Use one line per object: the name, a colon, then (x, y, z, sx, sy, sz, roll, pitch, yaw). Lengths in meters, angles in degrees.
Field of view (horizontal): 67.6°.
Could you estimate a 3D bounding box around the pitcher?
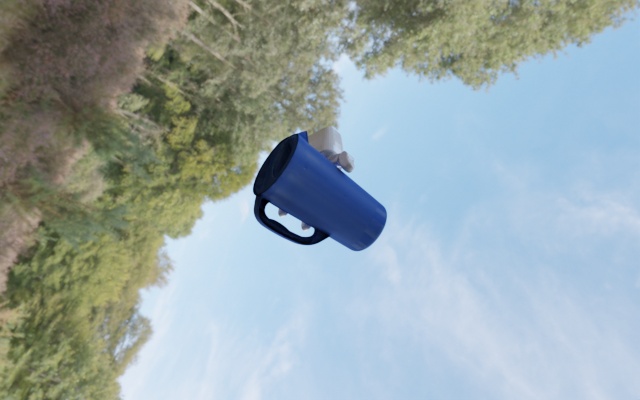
pitcher: (0.000, 0.003, 0.887, 0.243, 0.149, 0.145, 35, 28, -23)
